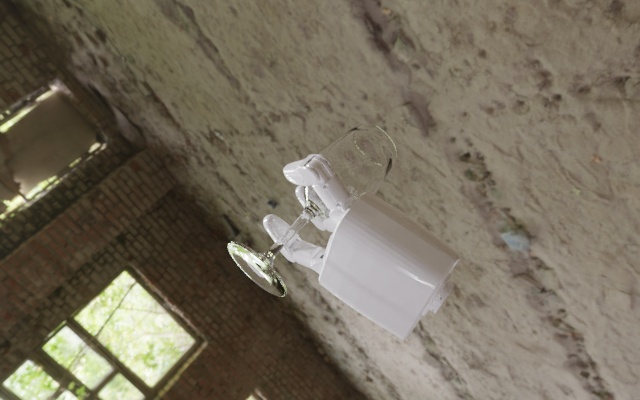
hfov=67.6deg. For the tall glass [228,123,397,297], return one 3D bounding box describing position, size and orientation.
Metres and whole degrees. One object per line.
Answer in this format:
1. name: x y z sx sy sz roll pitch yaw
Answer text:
1. tall glass: 0.000 0.002 0.499 0.201 0.079 0.079 -47 25 -26
